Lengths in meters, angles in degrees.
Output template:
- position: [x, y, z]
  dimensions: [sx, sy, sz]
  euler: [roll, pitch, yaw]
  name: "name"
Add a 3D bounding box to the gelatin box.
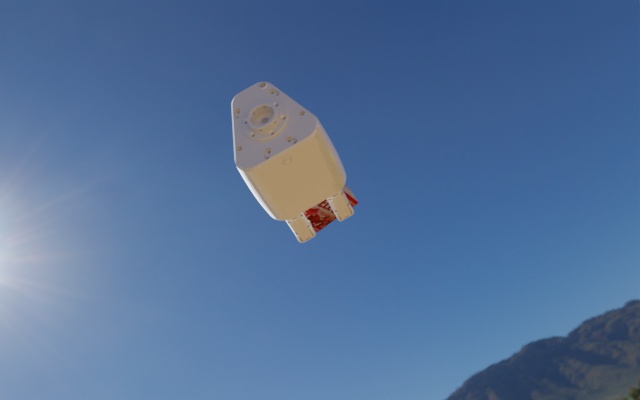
- position: [0.000, 0.002, 0.632]
  dimensions: [0.073, 0.030, 0.089]
  euler: [-36, -29, 11]
  name: "gelatin box"
